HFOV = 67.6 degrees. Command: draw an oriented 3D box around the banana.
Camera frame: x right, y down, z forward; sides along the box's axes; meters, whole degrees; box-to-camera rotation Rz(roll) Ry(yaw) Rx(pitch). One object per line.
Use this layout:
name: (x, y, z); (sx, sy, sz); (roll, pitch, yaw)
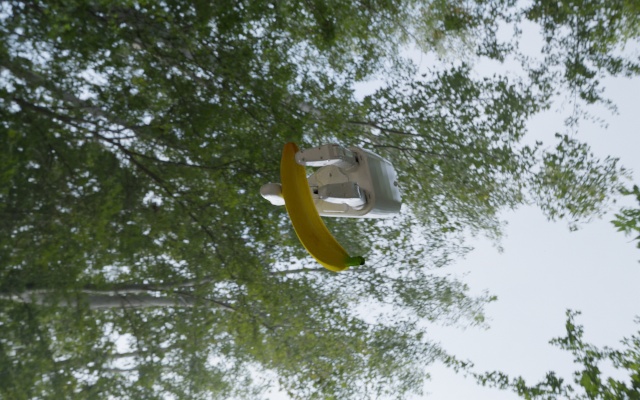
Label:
banana: (-0.010, 0.017, 0.600); (0.037, 0.197, 0.070); (6, -45, -51)
